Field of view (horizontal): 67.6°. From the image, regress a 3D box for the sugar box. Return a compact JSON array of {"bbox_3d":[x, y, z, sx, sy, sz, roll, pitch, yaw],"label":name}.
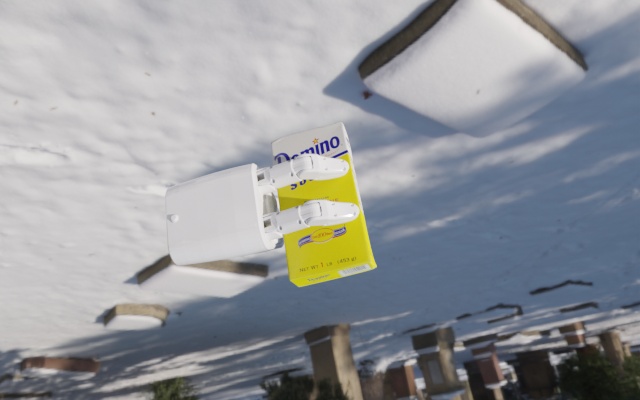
[{"bbox_3d":[0.000,0.002,0.550,0.093,0.176,0.048,-14,-21,8],"label":"sugar box"}]
